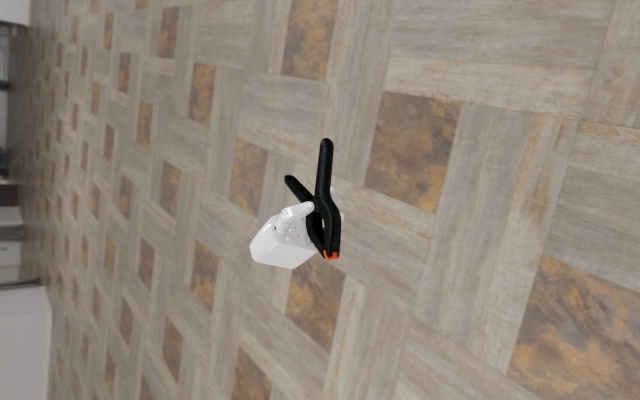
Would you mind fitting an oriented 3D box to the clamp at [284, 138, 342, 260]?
[{"bbox_3d":[-0.001,0.003,0.867,0.036,0.210,0.165,-3,-28,-33],"label":"clamp"}]
